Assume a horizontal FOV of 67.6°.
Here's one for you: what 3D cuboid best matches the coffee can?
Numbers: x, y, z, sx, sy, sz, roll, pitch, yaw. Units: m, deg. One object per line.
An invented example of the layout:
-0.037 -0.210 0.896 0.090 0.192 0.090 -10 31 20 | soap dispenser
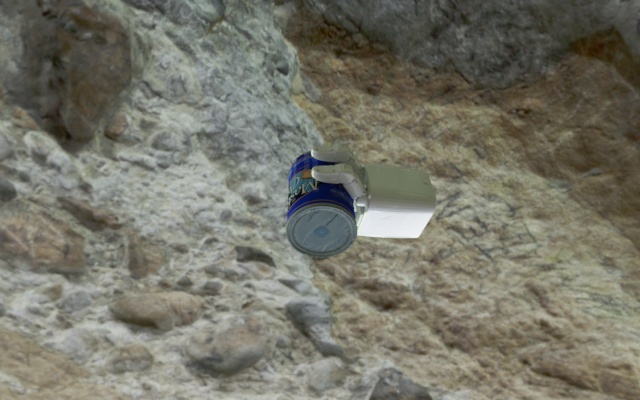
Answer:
0.000 0.003 0.734 0.103 0.103 0.140 0 39 -2 | coffee can
